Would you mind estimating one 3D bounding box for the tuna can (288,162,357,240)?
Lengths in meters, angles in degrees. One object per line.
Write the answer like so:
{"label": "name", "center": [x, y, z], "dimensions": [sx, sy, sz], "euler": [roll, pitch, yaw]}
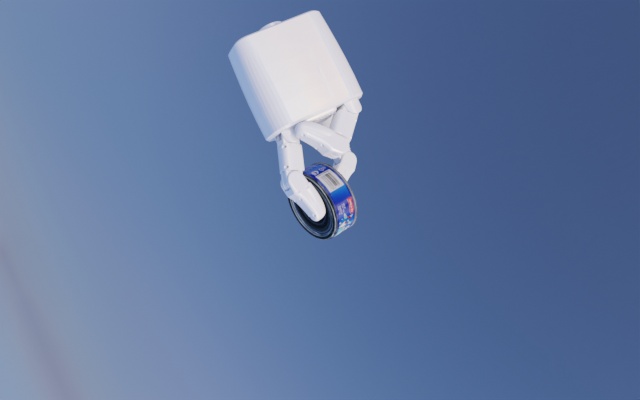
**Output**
{"label": "tuna can", "center": [0.000, 0.002, 0.550], "dimensions": [0.033, 0.086, 0.086], "euler": [-31, 18, -33]}
